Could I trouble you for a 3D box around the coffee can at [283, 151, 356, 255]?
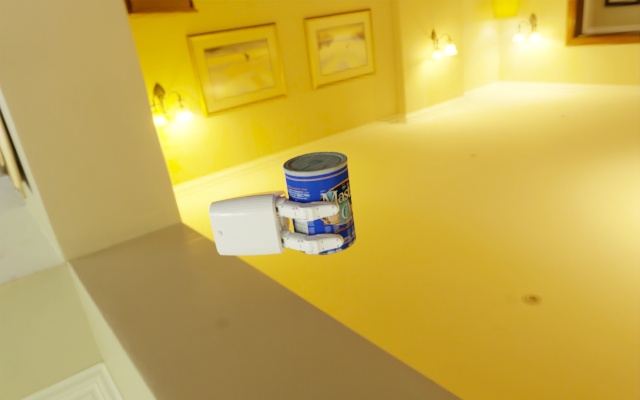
[{"bbox_3d":[0.000,0.002,0.771,0.103,0.140,0.102,-7,22,3],"label":"coffee can"}]
